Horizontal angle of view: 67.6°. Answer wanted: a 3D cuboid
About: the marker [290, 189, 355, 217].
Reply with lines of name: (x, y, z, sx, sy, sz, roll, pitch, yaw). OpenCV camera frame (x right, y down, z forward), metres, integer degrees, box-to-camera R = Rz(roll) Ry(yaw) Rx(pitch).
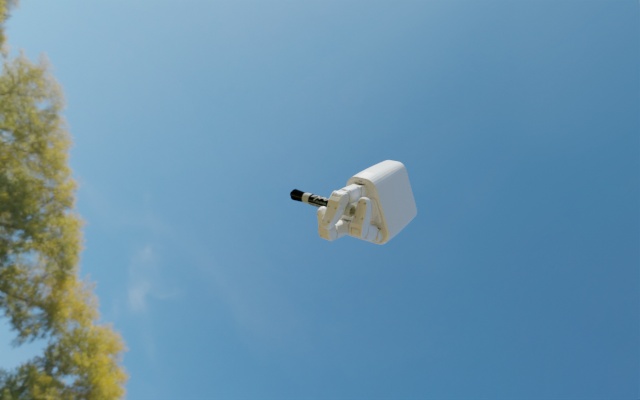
marker: (0.000, 0.002, 0.746, 0.121, 0.020, 0.020, 16, 9, 36)
